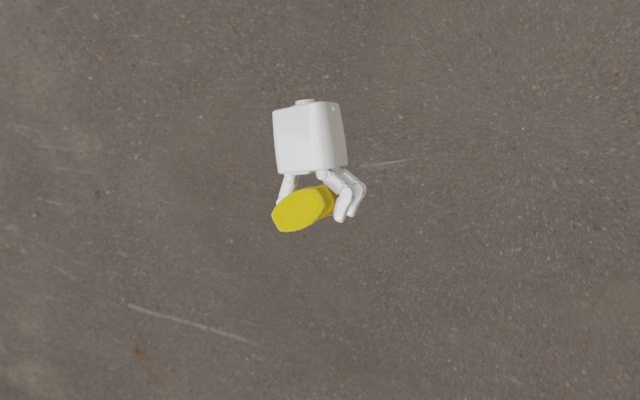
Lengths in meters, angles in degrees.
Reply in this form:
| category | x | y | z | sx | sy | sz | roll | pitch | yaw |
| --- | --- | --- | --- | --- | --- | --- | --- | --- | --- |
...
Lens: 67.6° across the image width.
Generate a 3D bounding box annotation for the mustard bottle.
| category | x | y | z | sx | sy | sz | roll | pitch | yaw |
| --- | --- | --- | --- | --- | --- | --- | --- | --- | --- |
| mustard bottle | 0.000 | 0.003 | 0.813 | 0.096 | 0.058 | 0.191 | -31 | -5 | 24 |
